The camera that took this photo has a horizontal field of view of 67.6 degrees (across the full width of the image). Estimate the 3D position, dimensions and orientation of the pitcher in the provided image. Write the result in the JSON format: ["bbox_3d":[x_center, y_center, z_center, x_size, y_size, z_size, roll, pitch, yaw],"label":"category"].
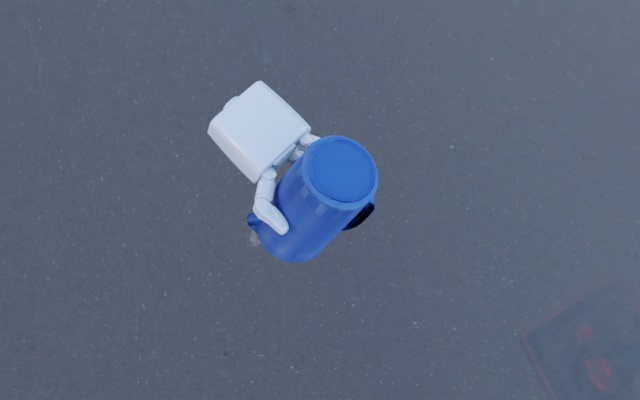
[{"bbox_3d":[0.000,0.002,0.724,0.149,0.145,0.243,-44,-1,-28],"label":"pitcher"}]
